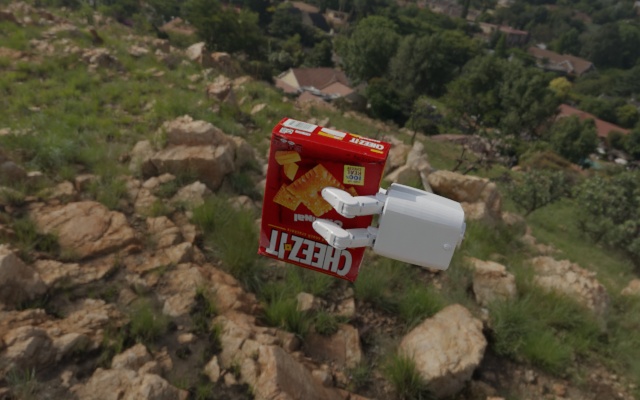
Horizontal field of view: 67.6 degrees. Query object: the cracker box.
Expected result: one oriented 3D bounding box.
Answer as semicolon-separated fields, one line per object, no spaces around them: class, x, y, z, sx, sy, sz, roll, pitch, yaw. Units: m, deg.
cracker box;0.000;0.002;0.713;0.164;0.214;0.072;15;29;9
